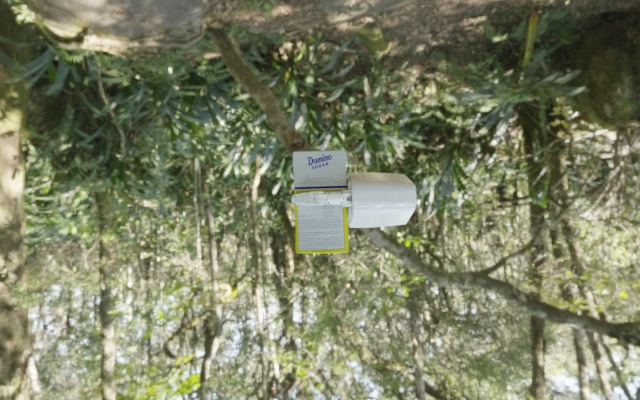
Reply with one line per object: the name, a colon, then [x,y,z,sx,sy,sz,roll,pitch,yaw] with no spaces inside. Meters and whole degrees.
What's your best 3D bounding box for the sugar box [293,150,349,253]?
sugar box: [0.000,0.003,0.830,0.093,0.176,0.048,-1,-3,-1]
